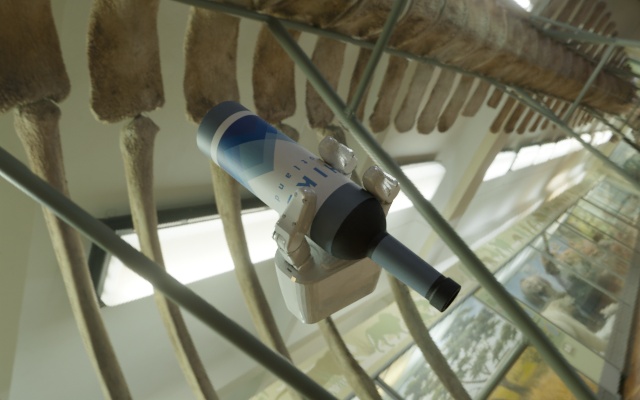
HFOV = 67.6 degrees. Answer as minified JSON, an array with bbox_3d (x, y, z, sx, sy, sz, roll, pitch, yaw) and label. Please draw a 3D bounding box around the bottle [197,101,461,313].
[{"bbox_3d":[0.000,0.001,0.450,0.295,0.069,0.069,37,18,26],"label":"bottle"}]
